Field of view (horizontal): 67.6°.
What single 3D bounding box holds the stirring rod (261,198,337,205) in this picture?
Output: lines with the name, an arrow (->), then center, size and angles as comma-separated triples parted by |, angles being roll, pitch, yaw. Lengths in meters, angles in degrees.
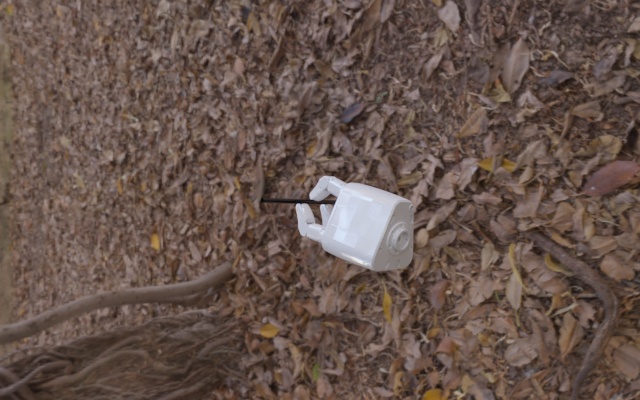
stirring rod -> 0.000, 0.003, 0.810 | 0.239, 0.011, 0.011 | 2, -1, -42
